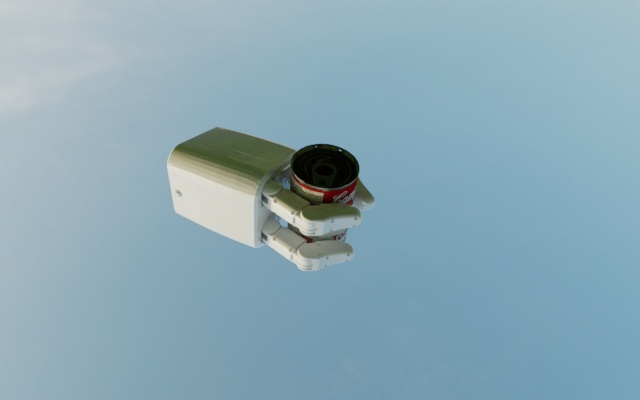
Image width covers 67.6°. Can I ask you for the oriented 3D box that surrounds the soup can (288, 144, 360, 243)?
[{"bbox_3d":[0.001,0.002,0.499,0.068,0.102,0.068,4,44,-4],"label":"soup can"}]
